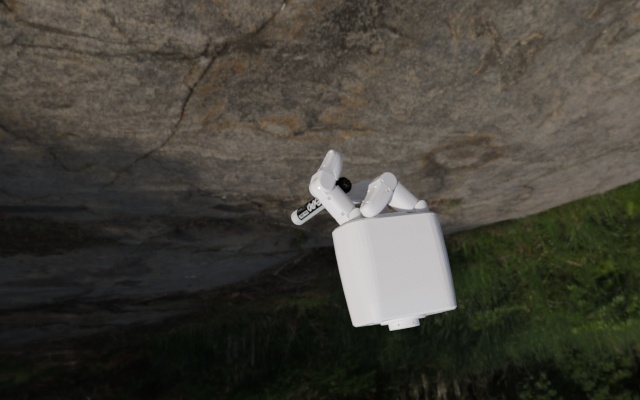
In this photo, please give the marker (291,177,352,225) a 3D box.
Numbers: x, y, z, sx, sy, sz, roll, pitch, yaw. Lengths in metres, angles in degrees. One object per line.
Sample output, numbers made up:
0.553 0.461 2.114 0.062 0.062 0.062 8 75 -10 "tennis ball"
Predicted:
0.000 0.002 0.565 0.020 0.020 0.121 0 -20 -32 "marker"
